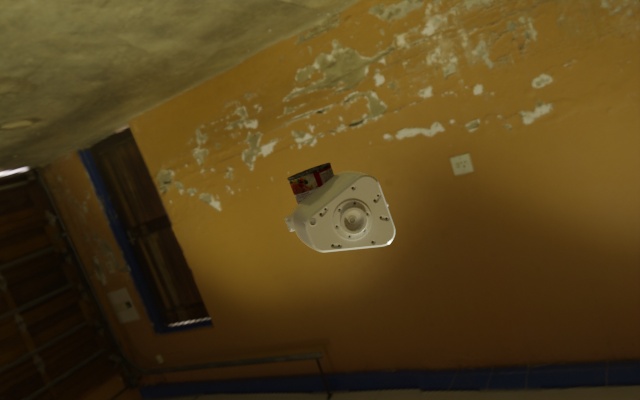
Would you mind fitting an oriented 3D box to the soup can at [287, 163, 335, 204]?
[{"bbox_3d":[0.000,0.003,0.713,0.068,0.102,0.068,-20,7,3],"label":"soup can"}]
